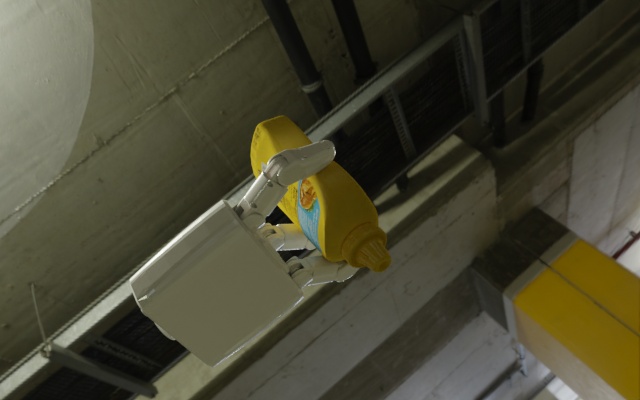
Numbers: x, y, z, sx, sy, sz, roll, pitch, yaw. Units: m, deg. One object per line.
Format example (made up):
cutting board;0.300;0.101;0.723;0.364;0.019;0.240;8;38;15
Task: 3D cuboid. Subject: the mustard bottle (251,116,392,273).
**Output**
mustard bottle;0.000;0.001;0.453;0.058;0.096;0.191;-23;45;-23
